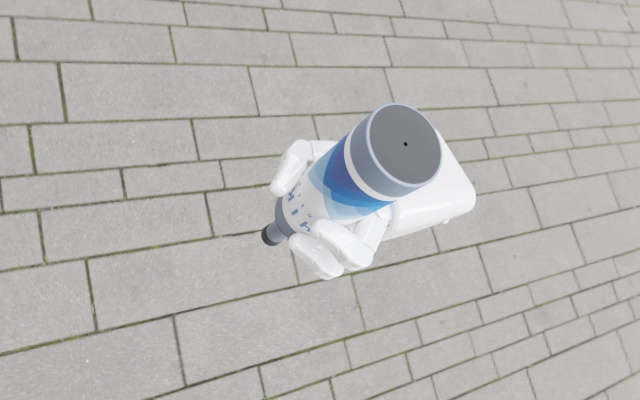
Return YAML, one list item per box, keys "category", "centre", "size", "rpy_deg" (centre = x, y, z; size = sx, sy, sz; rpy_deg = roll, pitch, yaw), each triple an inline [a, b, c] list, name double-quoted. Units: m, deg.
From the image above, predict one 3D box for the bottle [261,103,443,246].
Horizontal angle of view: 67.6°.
- category: "bottle"
  centre: [0.000, 0.001, 0.471]
  size: [0.069, 0.069, 0.296]
  rpy_deg: [0, -17, -26]
